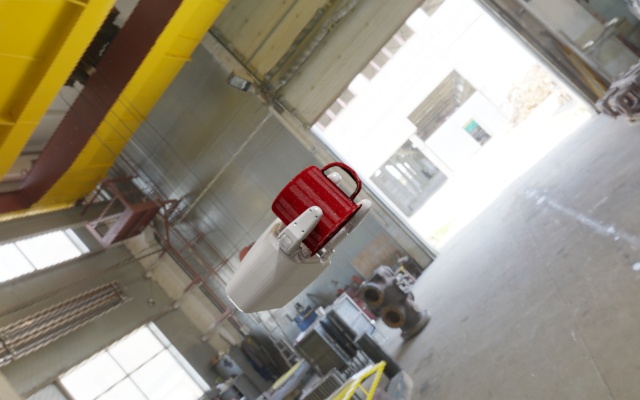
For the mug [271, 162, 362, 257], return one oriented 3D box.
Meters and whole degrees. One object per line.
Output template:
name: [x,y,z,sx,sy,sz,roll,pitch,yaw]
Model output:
mug: [0.001,0.001,0.602,0.081,0.117,0.093,45,17,7]
